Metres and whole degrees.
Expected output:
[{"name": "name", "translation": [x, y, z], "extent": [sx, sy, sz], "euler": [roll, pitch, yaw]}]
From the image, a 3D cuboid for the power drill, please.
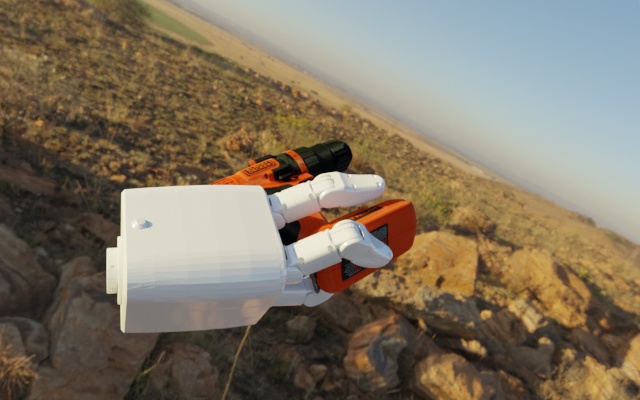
[{"name": "power drill", "translation": [0.000, 0.002, 0.464], "extent": [0.184, 0.057, 0.187], "euler": [-27, 35, -28]}]
